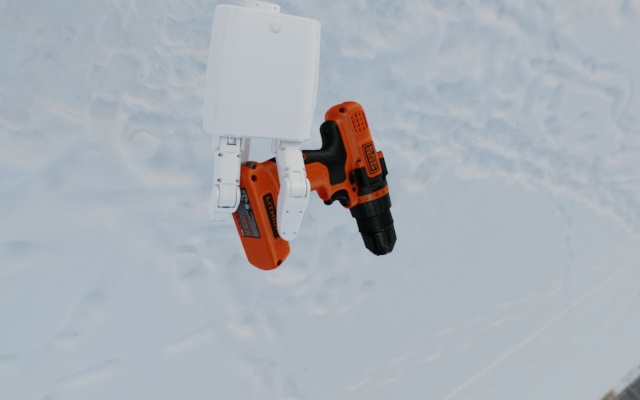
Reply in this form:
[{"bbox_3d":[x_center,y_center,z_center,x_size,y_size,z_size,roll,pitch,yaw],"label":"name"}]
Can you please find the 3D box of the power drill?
[{"bbox_3d":[0.000,0.002,0.510,0.187,0.184,0.057,-26,13,-38],"label":"power drill"}]
